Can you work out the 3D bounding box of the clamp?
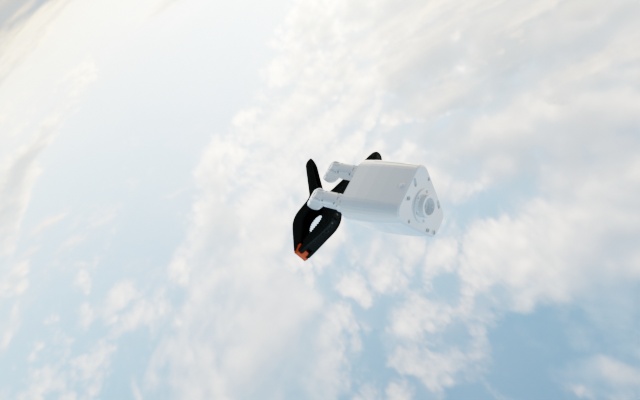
[{"bbox_3d":[0.001,0.004,0.812,0.164,0.210,0.036,6,-29,47],"label":"clamp"}]
